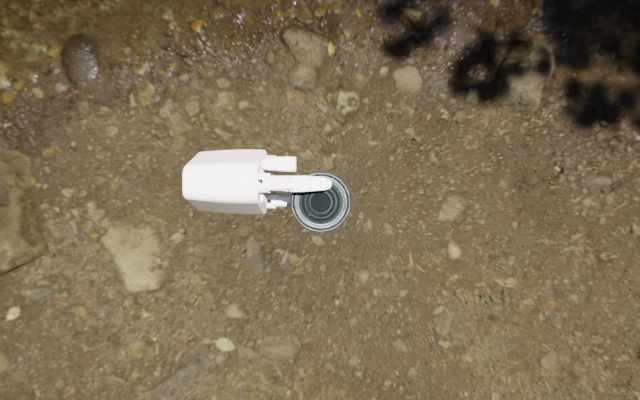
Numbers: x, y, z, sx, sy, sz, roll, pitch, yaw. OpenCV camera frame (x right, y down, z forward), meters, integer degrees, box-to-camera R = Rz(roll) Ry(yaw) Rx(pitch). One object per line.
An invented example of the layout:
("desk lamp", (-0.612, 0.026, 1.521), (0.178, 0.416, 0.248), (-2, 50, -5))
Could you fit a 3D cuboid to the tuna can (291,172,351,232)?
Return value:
("tuna can", (0.000, 0.002, 0.682), (0.086, 0.086, 0.034), (0, 1, -1))
